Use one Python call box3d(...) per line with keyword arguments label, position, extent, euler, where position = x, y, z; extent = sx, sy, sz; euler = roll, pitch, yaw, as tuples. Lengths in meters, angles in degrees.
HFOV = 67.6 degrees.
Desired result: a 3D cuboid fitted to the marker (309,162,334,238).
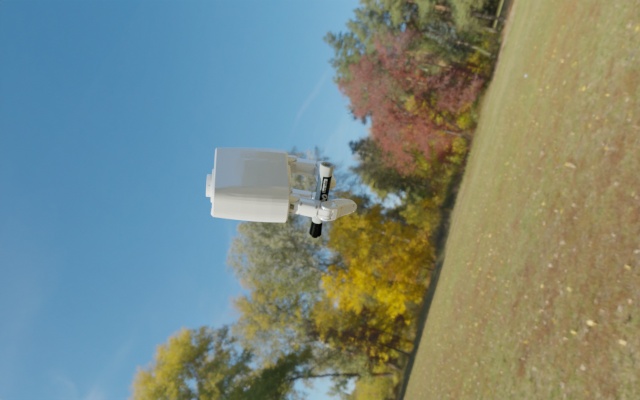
box3d(label="marker", position=(0.000, 0.002, 0.688), extent=(0.020, 0.121, 0.020), euler=(8, 29, -4))
